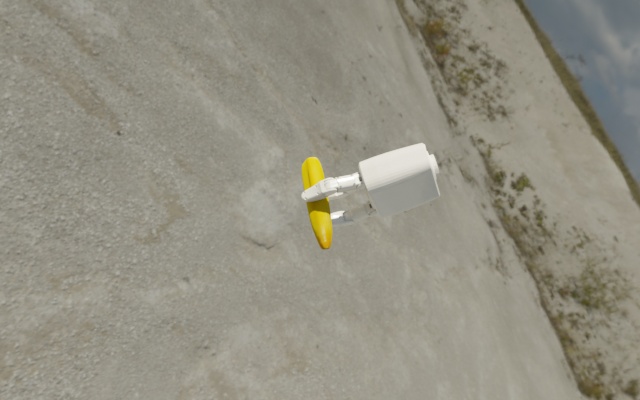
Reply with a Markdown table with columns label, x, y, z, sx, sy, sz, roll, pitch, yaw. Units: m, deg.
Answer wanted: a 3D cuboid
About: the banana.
| label | x | y | z | sx | sy | sz | roll | pitch | yaw |
| --- | --- | --- | --- | --- | --- | --- | --- | --- | --- |
| banana | -0.005 | -0.012 | 0.802 | 0.037 | 0.197 | 0.070 | -16 | -44 | 7 |
